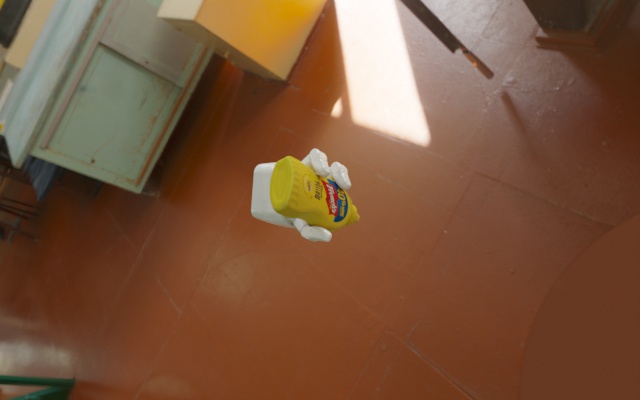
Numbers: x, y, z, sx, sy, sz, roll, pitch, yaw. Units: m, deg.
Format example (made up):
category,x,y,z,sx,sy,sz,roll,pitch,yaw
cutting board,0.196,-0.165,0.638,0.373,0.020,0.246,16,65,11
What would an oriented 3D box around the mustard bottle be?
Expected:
category,x,y,z,sx,sy,sz,roll,pitch,yaw
mustard bottle,0.000,0.003,0.820,0.058,0.096,0.192,-24,-35,36
